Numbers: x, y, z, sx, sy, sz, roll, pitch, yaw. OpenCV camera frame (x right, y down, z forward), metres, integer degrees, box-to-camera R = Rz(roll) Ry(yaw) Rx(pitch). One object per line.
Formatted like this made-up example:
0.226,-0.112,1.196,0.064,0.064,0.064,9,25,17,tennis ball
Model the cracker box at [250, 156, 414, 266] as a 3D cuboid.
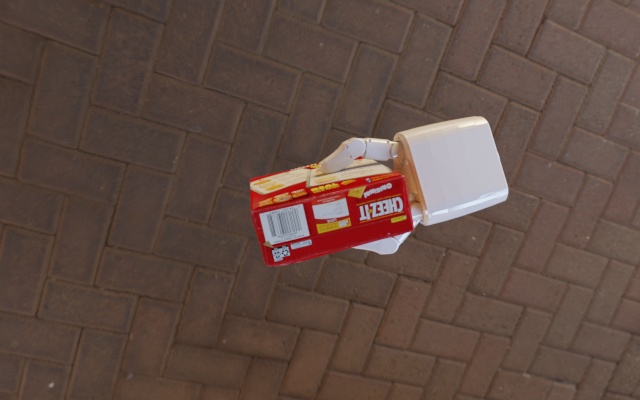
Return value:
0.000,0.002,0.589,0.164,0.072,0.213,-14,13,-6,cracker box
